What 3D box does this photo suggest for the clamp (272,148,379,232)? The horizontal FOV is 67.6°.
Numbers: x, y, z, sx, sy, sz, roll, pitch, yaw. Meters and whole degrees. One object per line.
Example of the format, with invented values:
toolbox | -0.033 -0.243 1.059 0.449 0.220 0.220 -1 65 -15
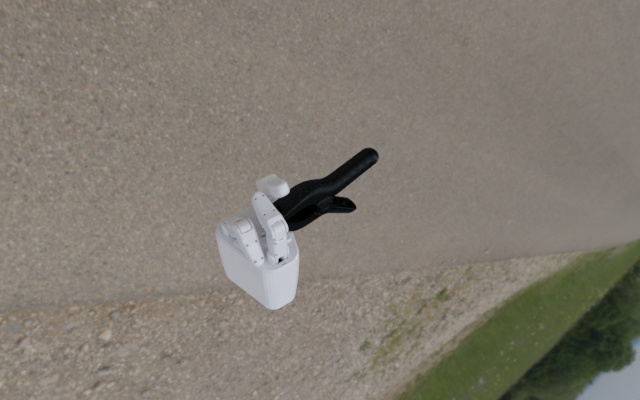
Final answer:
clamp | 0.000 0.002 0.634 0.171 0.120 0.039 -26 55 -24
